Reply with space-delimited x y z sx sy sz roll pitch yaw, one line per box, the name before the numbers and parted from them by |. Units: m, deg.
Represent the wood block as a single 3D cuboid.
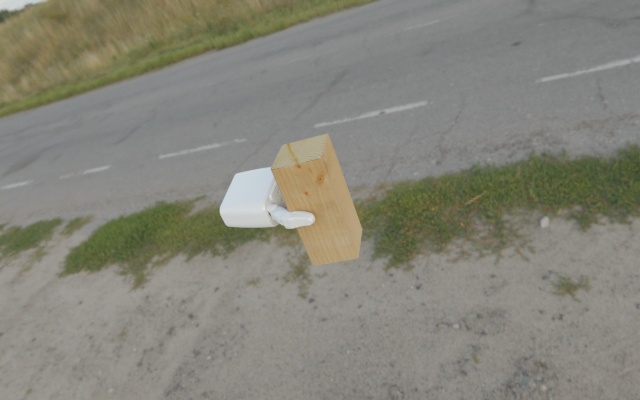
wood block | 0.000 0.003 0.834 0.090 0.206 0.090 -11 30 18
